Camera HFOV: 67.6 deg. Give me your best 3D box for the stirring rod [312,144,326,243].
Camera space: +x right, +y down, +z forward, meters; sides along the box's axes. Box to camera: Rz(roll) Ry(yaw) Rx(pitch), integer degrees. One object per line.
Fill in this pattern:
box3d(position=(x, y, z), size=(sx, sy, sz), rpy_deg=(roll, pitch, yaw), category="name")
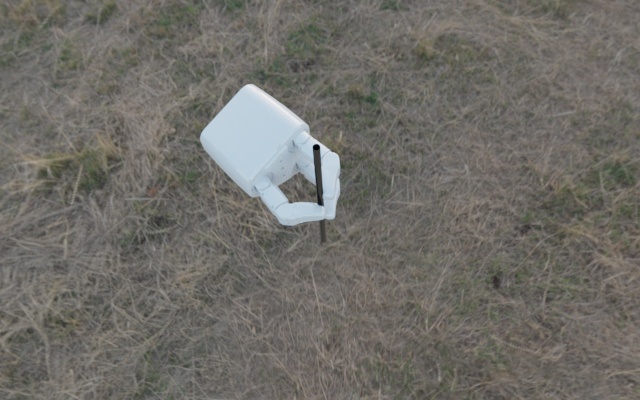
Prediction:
box3d(position=(0.000, 0.002, 0.586), size=(0.011, 0.011, 0.240), rpy_deg=(0, -27, 2), category="stirring rod")
